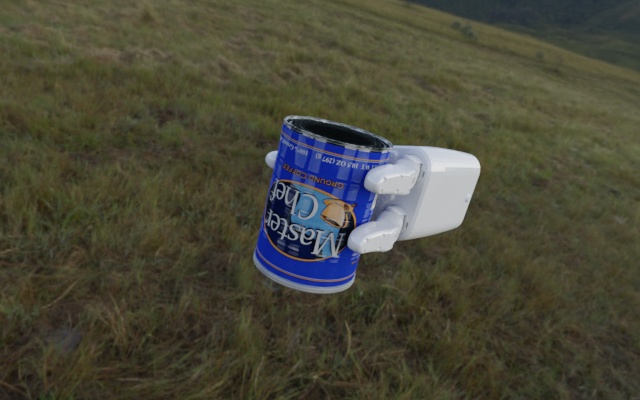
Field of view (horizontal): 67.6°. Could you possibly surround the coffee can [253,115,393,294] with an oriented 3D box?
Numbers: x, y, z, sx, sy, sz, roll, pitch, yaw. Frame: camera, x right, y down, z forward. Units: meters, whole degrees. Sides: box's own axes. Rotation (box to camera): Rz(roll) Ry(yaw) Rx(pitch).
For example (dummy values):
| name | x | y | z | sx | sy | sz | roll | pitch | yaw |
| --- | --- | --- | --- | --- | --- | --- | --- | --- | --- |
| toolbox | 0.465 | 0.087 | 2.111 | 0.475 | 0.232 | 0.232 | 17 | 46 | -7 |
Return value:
| name | x | y | z | sx | sy | sz | roll | pitch | yaw |
| --- | --- | --- | --- | --- | --- | --- | --- | --- | --- |
| coffee can | 0.000 | 0.002 | 0.453 | 0.103 | 0.140 | 0.102 | 13 | 18 | -4 |
